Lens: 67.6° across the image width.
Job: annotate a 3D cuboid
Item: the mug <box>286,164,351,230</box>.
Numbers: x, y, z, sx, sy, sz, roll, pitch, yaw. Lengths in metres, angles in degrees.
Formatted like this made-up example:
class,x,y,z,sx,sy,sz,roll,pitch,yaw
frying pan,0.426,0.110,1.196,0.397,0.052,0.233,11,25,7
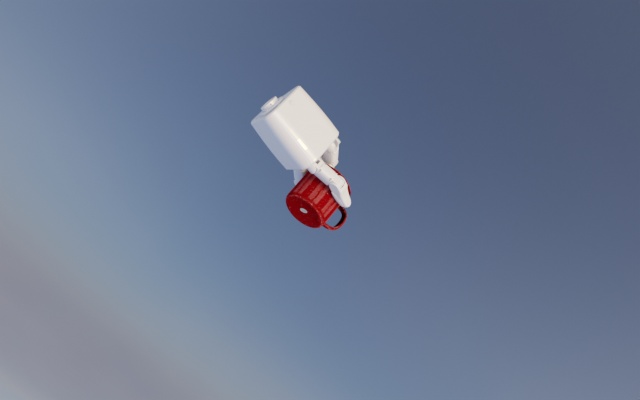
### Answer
class,x,y,z,sx,sy,sz,roll,pitch,yaw
mug,0.001,0.004,0.840,0.093,0.117,0.081,-14,30,54
